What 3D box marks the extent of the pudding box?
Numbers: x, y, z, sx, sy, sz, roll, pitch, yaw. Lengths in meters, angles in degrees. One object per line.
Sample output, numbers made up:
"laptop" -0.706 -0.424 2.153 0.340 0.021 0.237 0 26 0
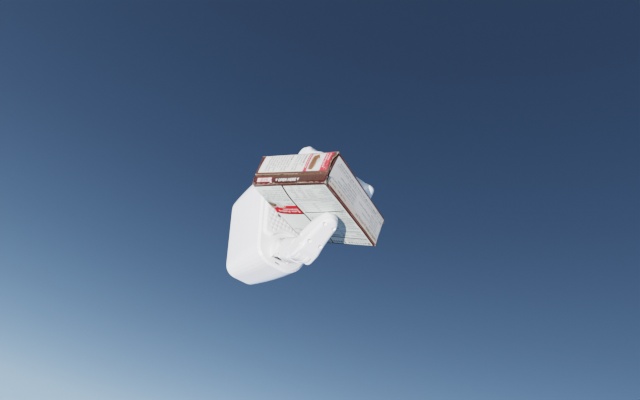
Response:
"pudding box" 0.000 0.002 0.473 0.090 0.039 0.113 -1 -34 34
